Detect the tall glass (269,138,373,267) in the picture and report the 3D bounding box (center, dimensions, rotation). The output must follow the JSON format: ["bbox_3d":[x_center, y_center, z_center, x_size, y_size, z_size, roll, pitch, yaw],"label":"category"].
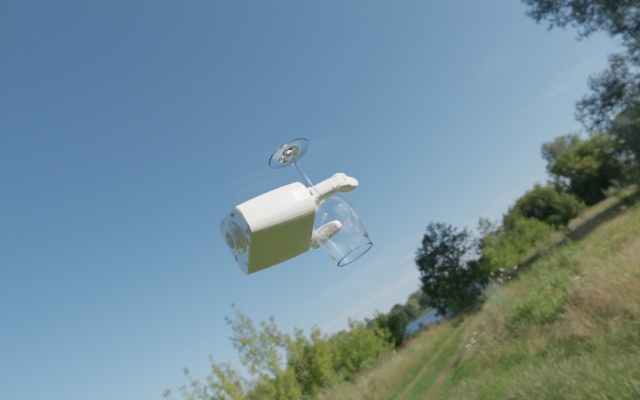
[{"bbox_3d":[0.000,0.002,0.738,0.079,0.201,0.079,-29,-20,-12],"label":"tall glass"}]
